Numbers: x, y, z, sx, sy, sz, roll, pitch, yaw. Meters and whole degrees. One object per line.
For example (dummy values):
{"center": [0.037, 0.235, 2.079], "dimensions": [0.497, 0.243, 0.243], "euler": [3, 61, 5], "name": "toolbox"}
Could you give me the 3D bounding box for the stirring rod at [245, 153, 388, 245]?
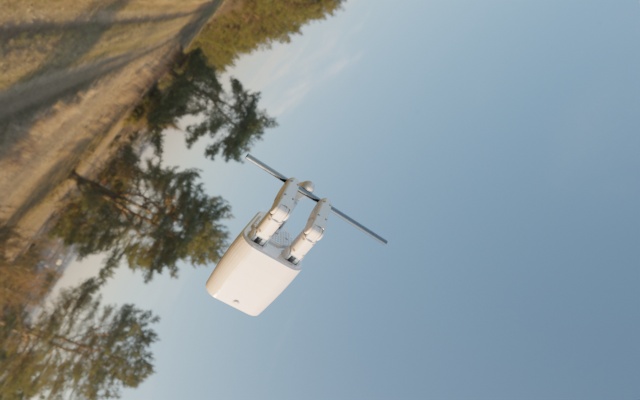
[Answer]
{"center": [0.000, 0.002, 0.662], "dimensions": [0.239, 0.011, 0.011], "euler": [32, -12, -20], "name": "stirring rod"}
